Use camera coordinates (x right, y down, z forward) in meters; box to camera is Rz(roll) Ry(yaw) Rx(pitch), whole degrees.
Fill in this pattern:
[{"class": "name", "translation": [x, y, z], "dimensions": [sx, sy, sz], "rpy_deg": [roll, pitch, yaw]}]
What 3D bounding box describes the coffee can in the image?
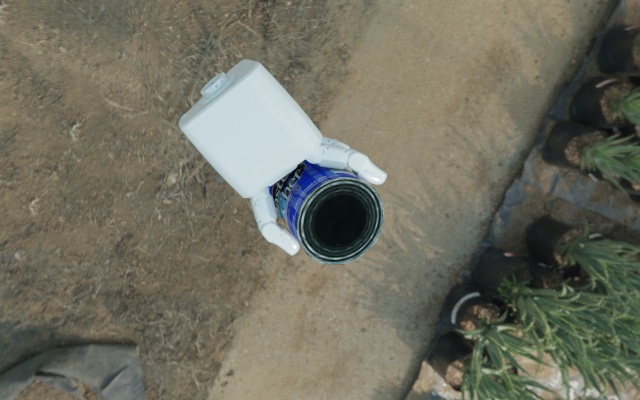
[{"class": "coffee can", "translation": [0.000, 0.002, 0.578], "dimensions": [0.103, 0.103, 0.140], "rpy_deg": [0, 18, -21]}]
